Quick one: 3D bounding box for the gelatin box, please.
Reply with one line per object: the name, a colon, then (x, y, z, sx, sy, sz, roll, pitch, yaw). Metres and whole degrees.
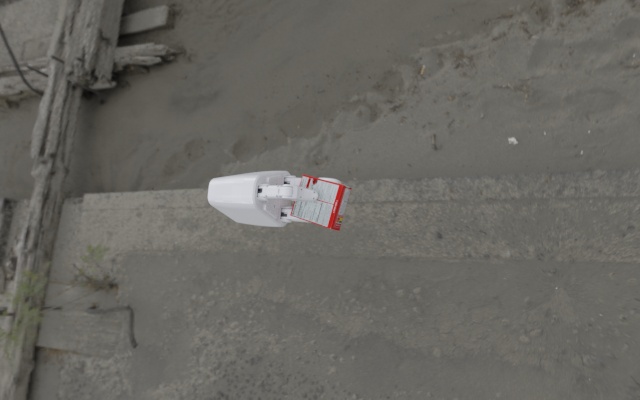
gelatin box: (0.000, 0.003, 0.781, 0.089, 0.073, 0.030, 16, 0, 36)
